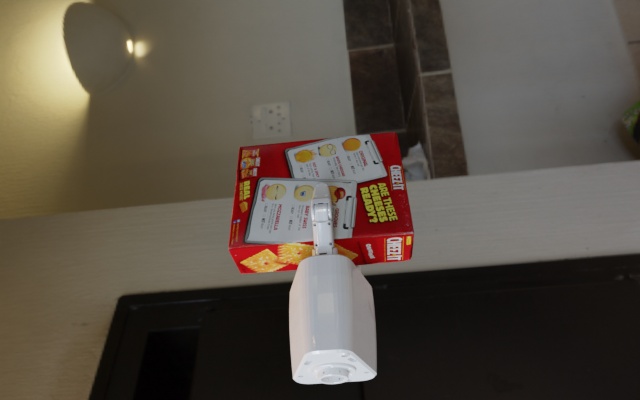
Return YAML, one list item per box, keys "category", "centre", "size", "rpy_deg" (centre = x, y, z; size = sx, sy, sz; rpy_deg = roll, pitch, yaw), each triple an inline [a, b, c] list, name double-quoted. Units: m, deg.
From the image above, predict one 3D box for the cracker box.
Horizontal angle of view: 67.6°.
- category: "cracker box"
  centre: [0.000, 0.002, 0.610]
  size: [0.214, 0.164, 0.072]
  rpy_deg: [-5, -37, 4]
